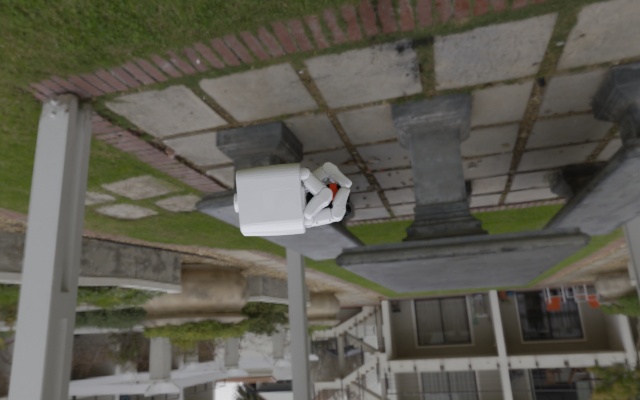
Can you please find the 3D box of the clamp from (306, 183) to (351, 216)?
[{"bbox_3d":[0.000,0.003,0.894,0.120,0.039,0.171,-6,-16,-1],"label":"clamp"}]
